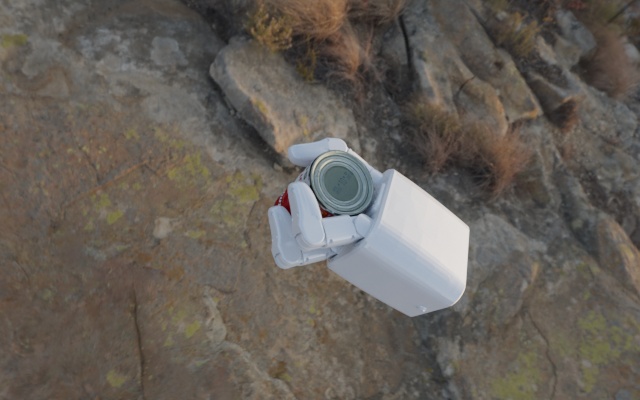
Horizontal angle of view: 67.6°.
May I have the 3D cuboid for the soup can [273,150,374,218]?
[{"bbox_3d":[0.000,0.001,0.474,0.068,0.068,0.102,0,-21,-26],"label":"soup can"}]
